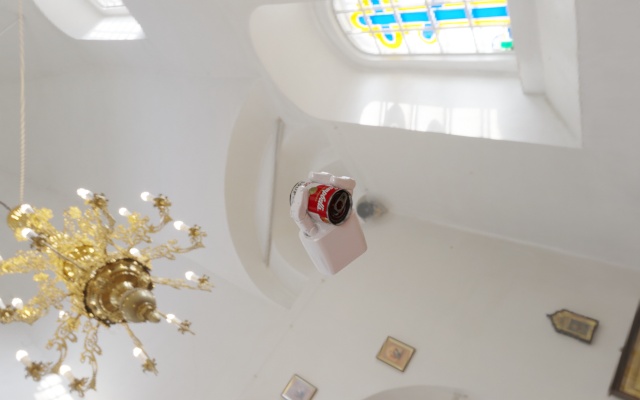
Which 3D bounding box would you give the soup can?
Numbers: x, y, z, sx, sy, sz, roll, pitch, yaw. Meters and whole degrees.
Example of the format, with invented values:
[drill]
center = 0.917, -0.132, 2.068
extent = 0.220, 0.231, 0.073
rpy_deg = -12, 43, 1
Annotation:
[soup can]
center = 0.000, 0.003, 0.890
extent = 0.102, 0.068, 0.068
rpy_deg = 15, 10, 42
